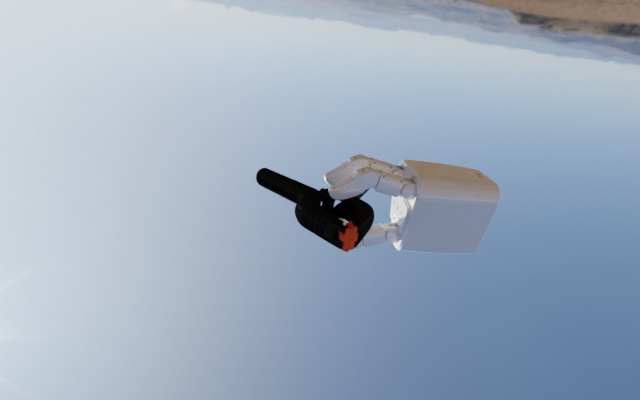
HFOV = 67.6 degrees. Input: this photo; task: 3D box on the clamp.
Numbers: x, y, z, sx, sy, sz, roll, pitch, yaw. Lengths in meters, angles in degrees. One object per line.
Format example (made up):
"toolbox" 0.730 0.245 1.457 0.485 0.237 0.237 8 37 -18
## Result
"clamp" 0.000 0.003 0.594 0.164 0.036 0.210 4 21 -7
